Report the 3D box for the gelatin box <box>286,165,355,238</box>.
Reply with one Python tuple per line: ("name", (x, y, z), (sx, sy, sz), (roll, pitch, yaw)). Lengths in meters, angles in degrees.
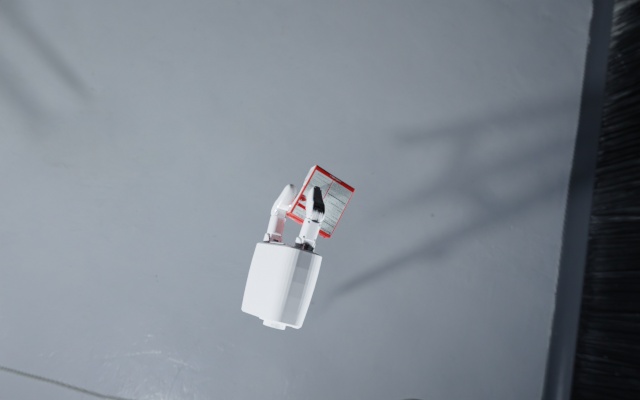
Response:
("gelatin box", (0.000, 0.002, 0.728), (0.073, 0.089, 0.030), (31, -13, -13))
